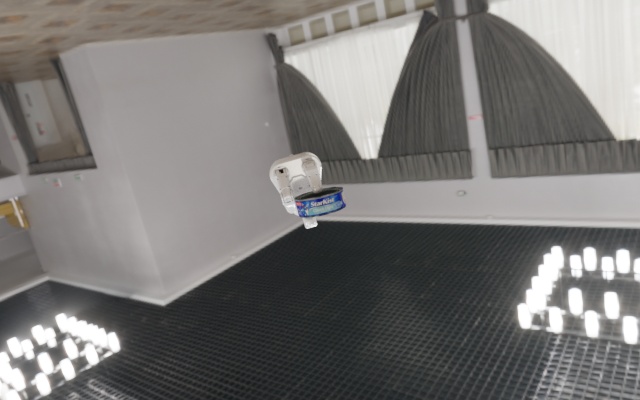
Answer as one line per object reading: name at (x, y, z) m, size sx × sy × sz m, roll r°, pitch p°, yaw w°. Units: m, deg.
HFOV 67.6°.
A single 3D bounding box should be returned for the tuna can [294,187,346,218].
tuna can at (0.000, 0.003, 0.821) m, size 0.086 × 0.034 × 0.086 m, roll -12°, pitch 9°, yaw 2°
